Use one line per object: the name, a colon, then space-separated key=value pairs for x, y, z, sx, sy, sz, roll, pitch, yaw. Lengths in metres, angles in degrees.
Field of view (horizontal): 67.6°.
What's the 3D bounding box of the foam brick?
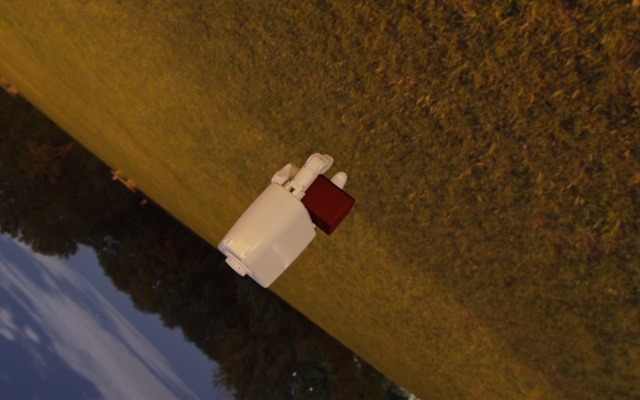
foam brick: x=0.000 y=0.002 z=0.662 sx=0.078 sy=0.051 sz=0.053 roll=38 pitch=-18 yaw=11
